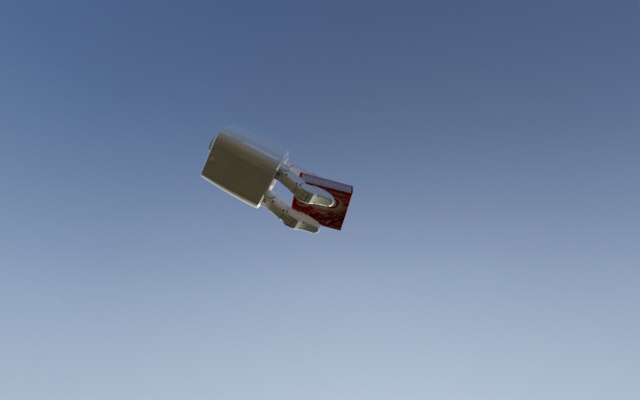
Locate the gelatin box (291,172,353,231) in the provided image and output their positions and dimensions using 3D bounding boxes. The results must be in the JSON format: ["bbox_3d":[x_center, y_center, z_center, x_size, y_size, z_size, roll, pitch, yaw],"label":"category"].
[{"bbox_3d":[0.000,0.002,0.762,0.089,0.073,0.030,14,31,-2],"label":"gelatin box"}]
